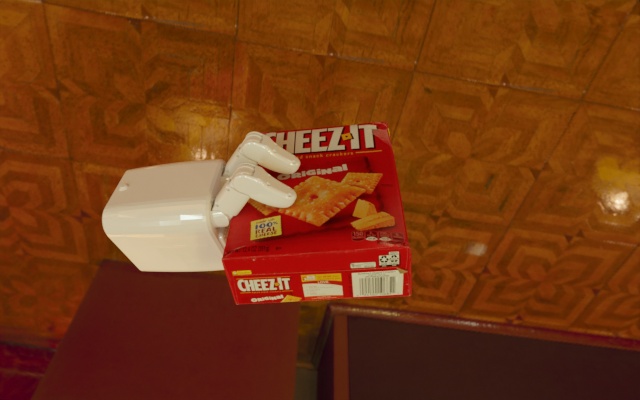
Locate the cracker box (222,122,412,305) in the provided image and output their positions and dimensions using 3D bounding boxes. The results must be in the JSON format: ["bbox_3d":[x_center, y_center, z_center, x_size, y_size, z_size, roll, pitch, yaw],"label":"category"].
[{"bbox_3d":[0.000,0.002,0.497,0.164,0.072,0.213,-4,39,4],"label":"cracker box"}]
